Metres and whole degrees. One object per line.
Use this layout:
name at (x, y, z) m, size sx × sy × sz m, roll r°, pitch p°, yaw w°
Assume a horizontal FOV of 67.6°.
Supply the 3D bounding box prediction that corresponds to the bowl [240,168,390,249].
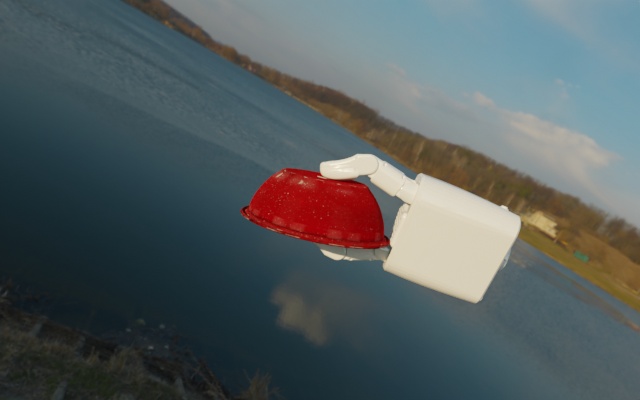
bowl at (-0.001, 0.001, 0.505) m, size 0.162 × 0.055 × 0.162 m, roll 11°, pitch 8°, yaw -2°
